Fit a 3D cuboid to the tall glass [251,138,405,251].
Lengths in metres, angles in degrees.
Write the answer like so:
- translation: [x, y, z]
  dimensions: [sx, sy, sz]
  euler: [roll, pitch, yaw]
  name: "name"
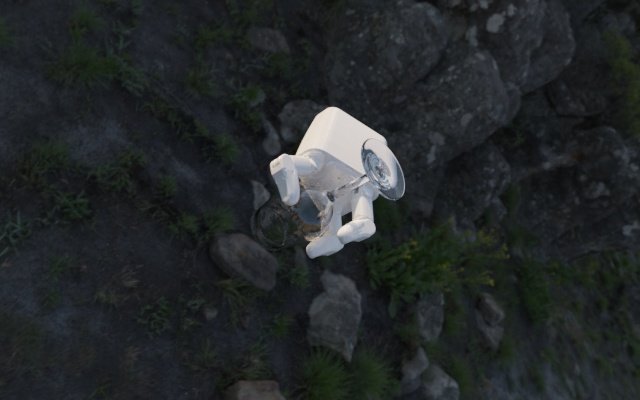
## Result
- translation: [0.000, 0.002, 0.584]
  dimensions: [0.201, 0.079, 0.079]
  euler: [-28, -18, 37]
  name: "tall glass"
